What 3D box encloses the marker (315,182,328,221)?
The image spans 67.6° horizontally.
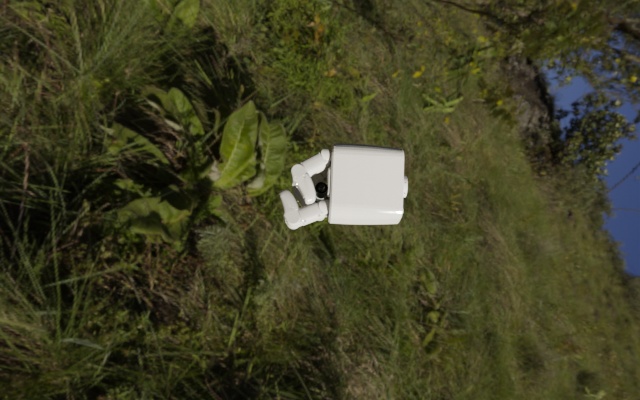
[{"bbox_3d":[0.000,0.002,0.723,0.020,0.020,0.121,0,-22,-2],"label":"marker"}]
